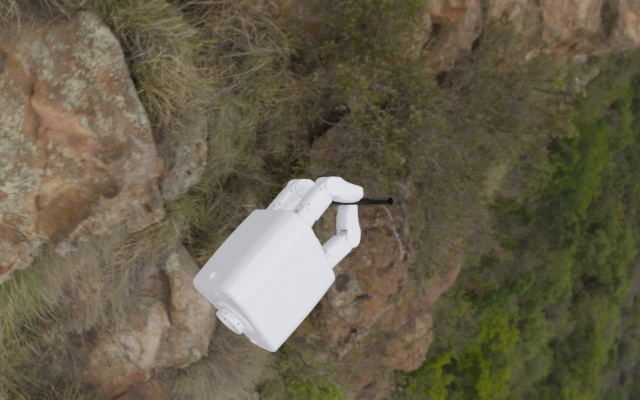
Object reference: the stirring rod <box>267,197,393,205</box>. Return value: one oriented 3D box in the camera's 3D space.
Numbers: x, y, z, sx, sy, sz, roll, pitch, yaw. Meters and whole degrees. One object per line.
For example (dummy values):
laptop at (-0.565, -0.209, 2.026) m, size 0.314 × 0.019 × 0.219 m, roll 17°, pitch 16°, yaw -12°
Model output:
stirring rod at (0.000, 0.002, 0.598) m, size 0.011 × 0.011 × 0.239 m, roll 0°, pitch -1°, yaw -38°
